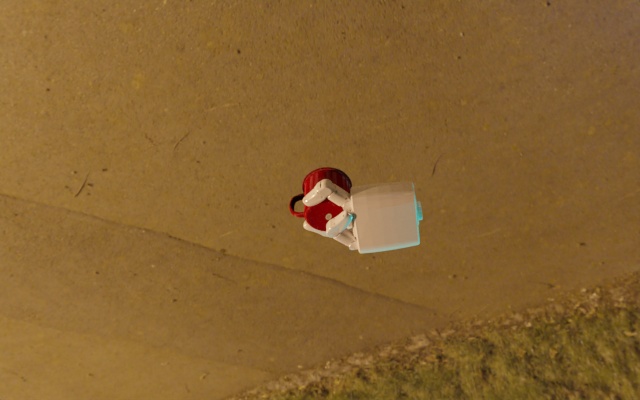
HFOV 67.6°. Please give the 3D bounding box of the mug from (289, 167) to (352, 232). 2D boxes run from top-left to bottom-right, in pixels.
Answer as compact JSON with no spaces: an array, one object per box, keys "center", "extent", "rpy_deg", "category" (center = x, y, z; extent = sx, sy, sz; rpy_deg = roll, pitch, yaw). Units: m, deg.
[{"center":[-0.001,0.003,0.860],"extent":[0.117,0.093,0.081],"rpy_deg":[-8,42,8],"category":"mug"}]
